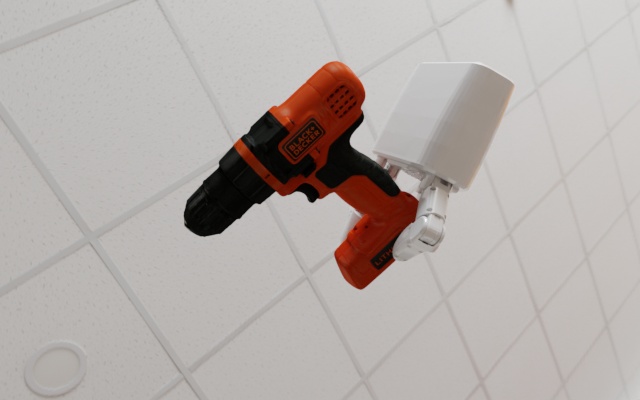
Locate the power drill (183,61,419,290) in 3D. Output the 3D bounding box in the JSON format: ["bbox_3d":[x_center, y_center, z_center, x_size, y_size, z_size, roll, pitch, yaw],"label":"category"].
[{"bbox_3d":[0.001,0.001,0.426,0.188,0.184,0.057,45,4,-35],"label":"power drill"}]
